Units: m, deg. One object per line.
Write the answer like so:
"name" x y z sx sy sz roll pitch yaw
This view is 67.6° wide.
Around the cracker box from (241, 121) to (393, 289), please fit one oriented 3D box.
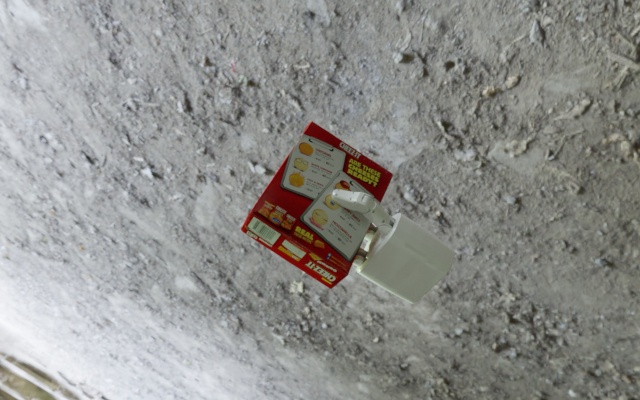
"cracker box" 0.000 0.002 0.741 0.164 0.213 0.072 33 -38 -5
